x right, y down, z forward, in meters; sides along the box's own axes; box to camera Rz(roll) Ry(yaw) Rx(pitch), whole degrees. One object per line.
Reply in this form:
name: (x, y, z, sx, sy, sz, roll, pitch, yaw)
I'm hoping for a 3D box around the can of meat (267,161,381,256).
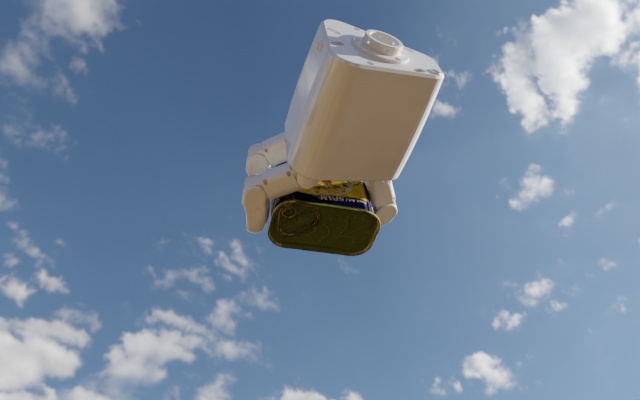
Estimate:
can of meat: (0.000, 0.001, 0.471, 0.102, 0.057, 0.083, 8, 38, -13)
